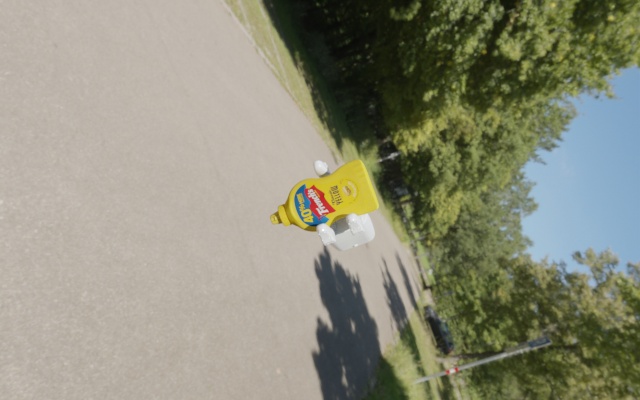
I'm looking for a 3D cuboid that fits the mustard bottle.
[{"bbox_3d":[0.000,0.003,0.855,0.191,0.096,0.058,-20,-3,8],"label":"mustard bottle"}]
